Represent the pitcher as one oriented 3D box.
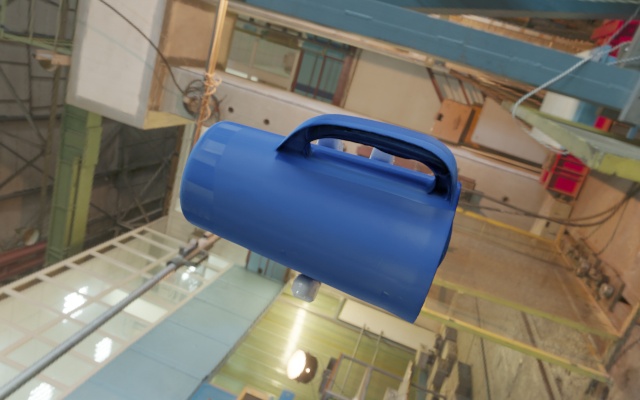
[{"bbox_3d":[0.000,0.002,0.443,0.243,0.149,0.145,19,-4,10],"label":"pitcher"}]
